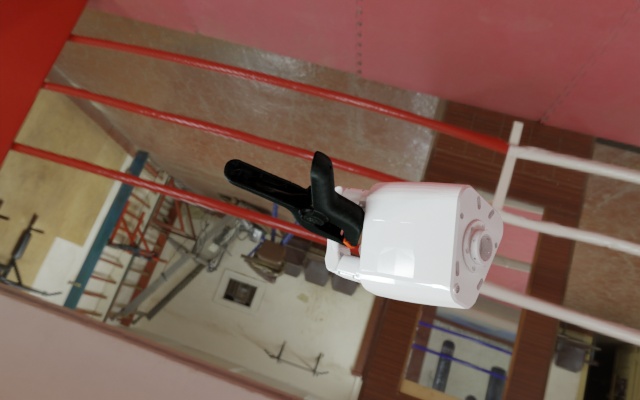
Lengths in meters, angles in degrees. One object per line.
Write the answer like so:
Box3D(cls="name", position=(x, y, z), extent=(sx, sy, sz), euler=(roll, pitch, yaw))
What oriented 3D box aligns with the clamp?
Box3D(cls="clamp", position=(0.000, 0.002, 0.476), extent=(0.120, 0.039, 0.171), euler=(0, -25, 47))
